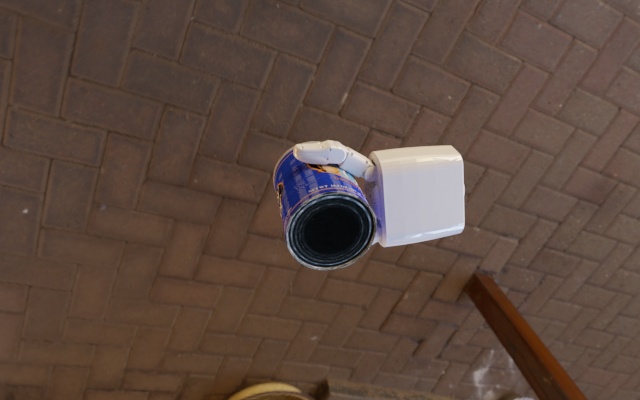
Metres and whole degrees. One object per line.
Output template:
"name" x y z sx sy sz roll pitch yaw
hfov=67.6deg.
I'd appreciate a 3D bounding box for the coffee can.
"coffee can" 0.000 0.002 0.581 0.103 0.103 0.140 0 29 -12
